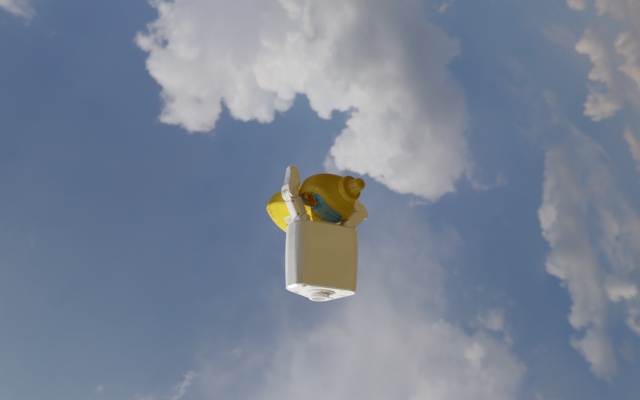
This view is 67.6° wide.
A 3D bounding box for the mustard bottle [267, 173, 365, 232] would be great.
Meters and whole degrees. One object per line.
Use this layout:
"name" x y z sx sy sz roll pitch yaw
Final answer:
"mustard bottle" 0.000 0.002 0.803 0.096 0.058 0.192 43 -42 -22
